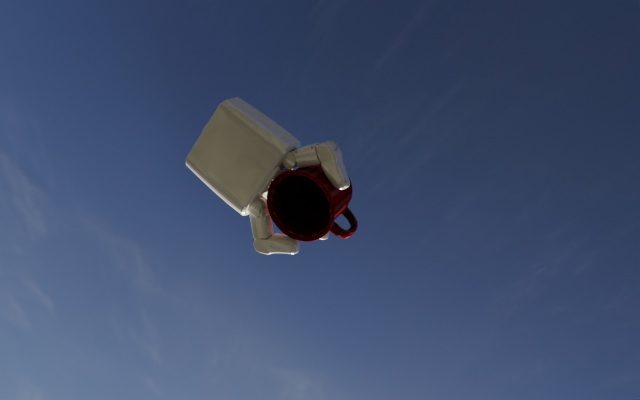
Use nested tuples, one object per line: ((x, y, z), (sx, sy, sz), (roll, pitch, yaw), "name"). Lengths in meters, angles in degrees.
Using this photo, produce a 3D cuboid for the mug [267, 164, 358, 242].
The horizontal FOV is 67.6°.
((0.001, 0.003, 0.613), (0.117, 0.093, 0.081), (39, 31, 8), "mug")
